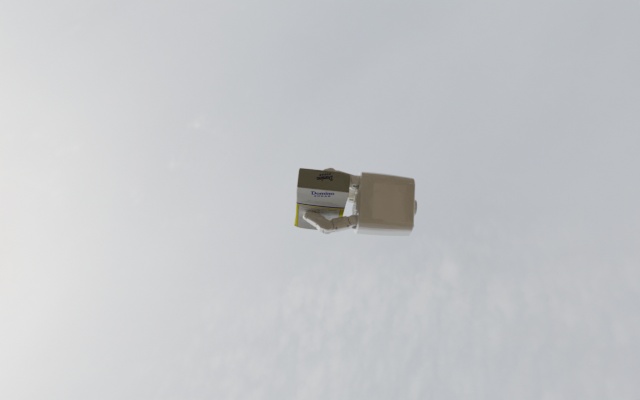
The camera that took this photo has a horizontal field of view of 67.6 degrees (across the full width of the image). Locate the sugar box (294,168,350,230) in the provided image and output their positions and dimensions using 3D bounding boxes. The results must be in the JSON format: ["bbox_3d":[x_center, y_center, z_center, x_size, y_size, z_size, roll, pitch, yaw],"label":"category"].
[{"bbox_3d":[0.000,0.003,0.900,0.093,0.048,0.176,7,-29,-2],"label":"sugar box"}]
